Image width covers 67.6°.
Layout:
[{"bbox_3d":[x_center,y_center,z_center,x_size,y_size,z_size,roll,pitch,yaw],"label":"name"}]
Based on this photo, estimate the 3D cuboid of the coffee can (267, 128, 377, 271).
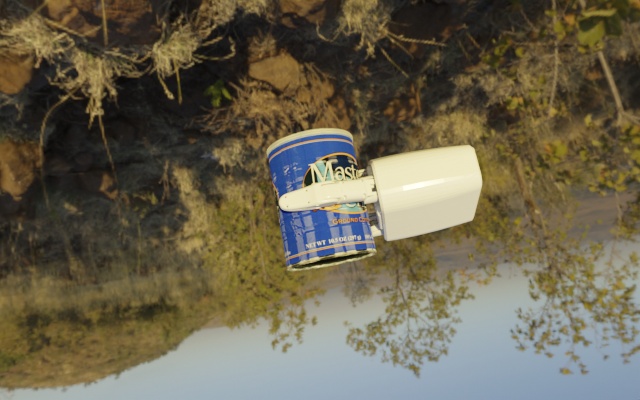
[{"bbox_3d":[0.000,0.002,0.547,0.103,0.140,0.103,-11,-12,-2],"label":"coffee can"}]
